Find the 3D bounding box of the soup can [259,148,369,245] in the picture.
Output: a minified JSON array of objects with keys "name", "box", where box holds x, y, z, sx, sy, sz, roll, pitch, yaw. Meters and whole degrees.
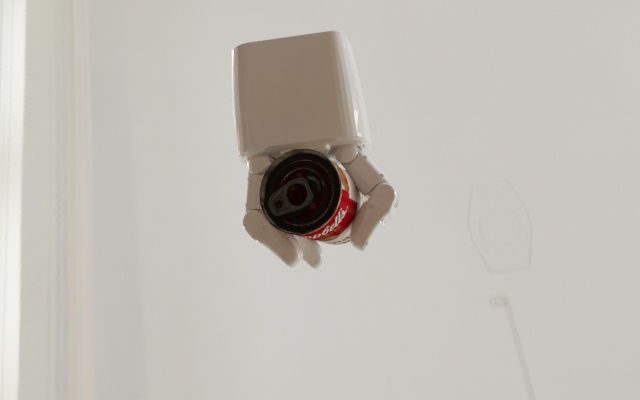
[{"name":"soup can","box":[0.000,0.002,0.412,0.068,0.068,0.102,0,-10,20]}]
